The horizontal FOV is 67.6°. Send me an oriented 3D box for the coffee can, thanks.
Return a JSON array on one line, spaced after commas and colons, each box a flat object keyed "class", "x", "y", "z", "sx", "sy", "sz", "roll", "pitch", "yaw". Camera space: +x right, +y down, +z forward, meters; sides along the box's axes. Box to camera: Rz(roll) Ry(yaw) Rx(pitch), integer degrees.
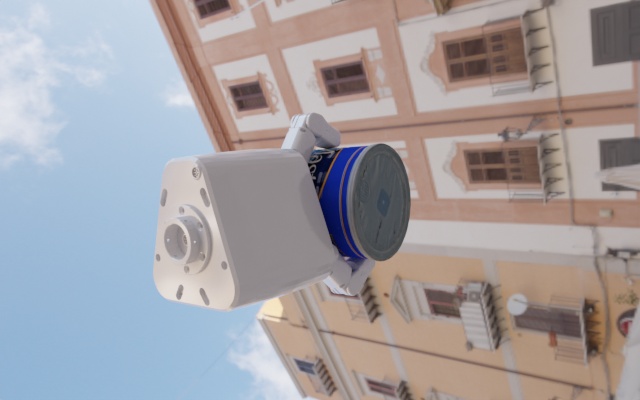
[{"class": "coffee can", "x": 0.000, "y": 0.001, "z": 0.455, "sx": 0.140, "sy": 0.103, "sz": 0.103, "roll": 0, "pitch": 0, "yaw": 36}]
